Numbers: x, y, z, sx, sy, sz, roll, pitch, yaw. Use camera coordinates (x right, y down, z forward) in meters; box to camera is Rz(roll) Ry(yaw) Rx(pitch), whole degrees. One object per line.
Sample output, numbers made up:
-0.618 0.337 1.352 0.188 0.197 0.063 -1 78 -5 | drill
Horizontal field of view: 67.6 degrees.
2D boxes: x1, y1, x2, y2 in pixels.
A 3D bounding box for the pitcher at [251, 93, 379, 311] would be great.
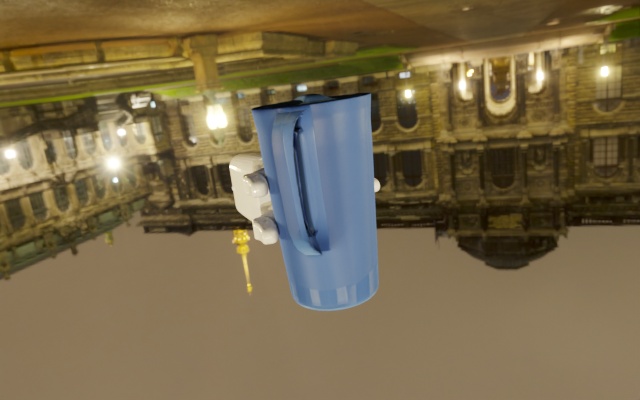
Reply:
0.000 0.002 0.549 0.149 0.243 0.145 -15 16 -27 | pitcher
